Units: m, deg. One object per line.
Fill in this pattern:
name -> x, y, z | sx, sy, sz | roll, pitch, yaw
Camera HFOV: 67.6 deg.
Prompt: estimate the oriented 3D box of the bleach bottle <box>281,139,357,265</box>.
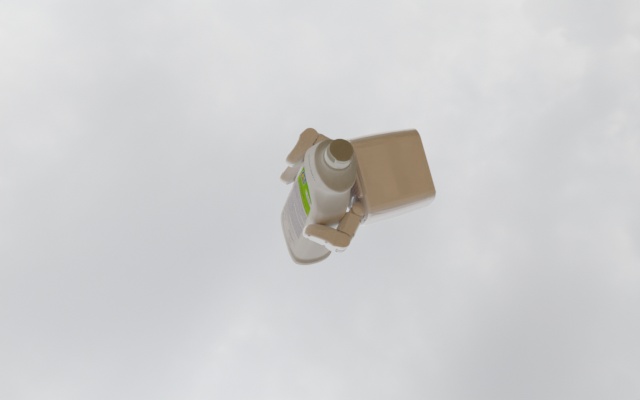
bleach bottle -> 0.000, 0.002, 0.632 | 0.068, 0.102, 0.251 | -13, -20, -18
